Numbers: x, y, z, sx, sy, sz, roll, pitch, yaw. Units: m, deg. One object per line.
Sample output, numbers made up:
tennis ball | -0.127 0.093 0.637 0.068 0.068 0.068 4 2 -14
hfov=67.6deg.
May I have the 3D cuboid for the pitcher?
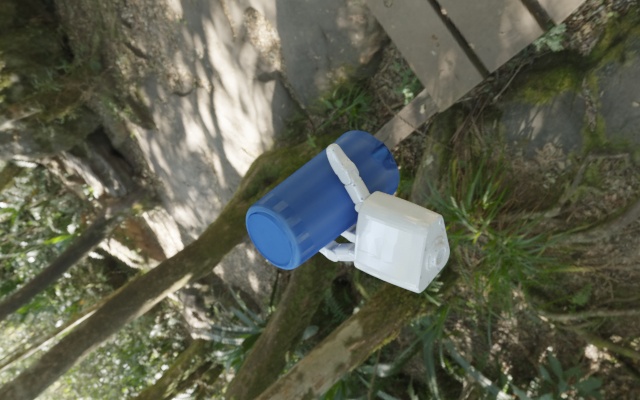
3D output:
pitcher | 0.000 0.002 0.749 0.145 0.149 0.242 22 43 35
